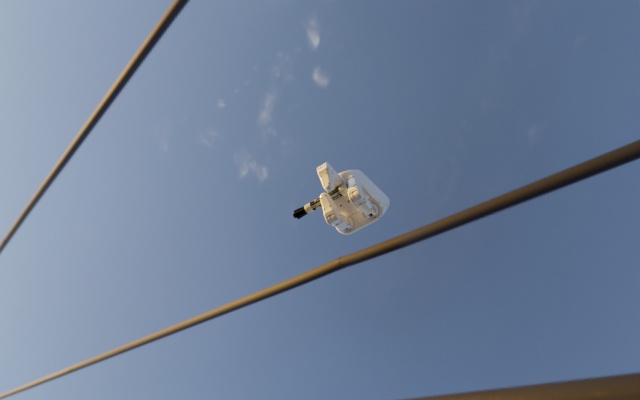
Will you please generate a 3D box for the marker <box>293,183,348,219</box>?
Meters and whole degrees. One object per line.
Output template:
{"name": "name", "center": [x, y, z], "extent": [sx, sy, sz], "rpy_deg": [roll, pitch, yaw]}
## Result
{"name": "marker", "center": [0.000, 0.003, 0.887], "extent": [0.121, 0.020, 0.020], "rpy_deg": [-28, -10, 20]}
